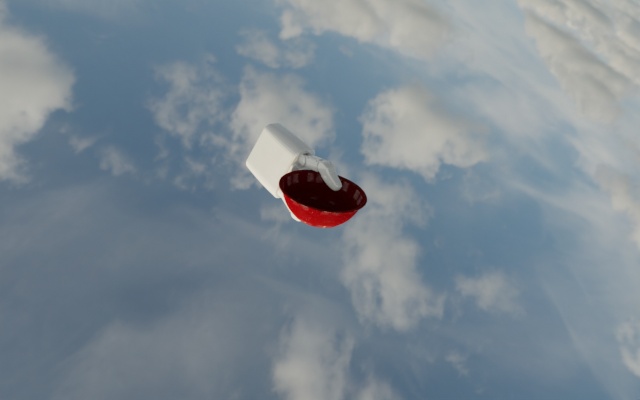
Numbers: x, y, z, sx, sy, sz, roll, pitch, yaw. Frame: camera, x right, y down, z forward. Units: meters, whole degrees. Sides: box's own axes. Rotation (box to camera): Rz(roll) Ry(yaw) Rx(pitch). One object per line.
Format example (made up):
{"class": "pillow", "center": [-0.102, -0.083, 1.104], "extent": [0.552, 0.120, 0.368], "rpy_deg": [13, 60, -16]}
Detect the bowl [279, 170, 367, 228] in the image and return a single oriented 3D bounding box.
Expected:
{"class": "bowl", "center": [0.001, 0.004, 0.864], "extent": [0.162, 0.055, 0.162], "rpy_deg": [10, 26, -5]}
